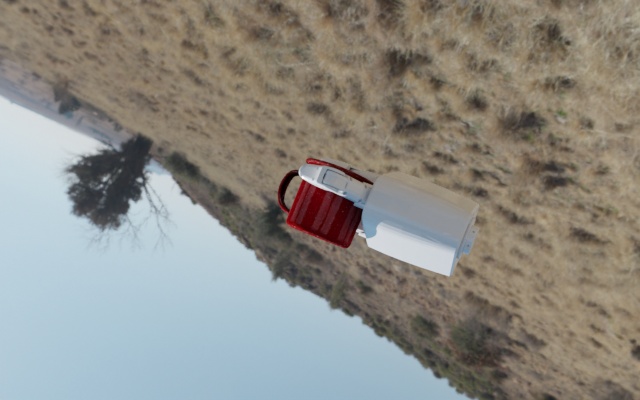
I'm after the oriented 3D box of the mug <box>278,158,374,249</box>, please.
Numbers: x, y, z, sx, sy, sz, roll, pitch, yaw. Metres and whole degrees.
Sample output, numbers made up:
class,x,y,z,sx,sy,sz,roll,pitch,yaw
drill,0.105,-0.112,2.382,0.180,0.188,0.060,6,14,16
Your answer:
class,x,y,z,sx,sy,sz,roll,pitch,yaw
mug,-0.001,0.002,0.568,0.117,0.081,0.093,21,-5,21
